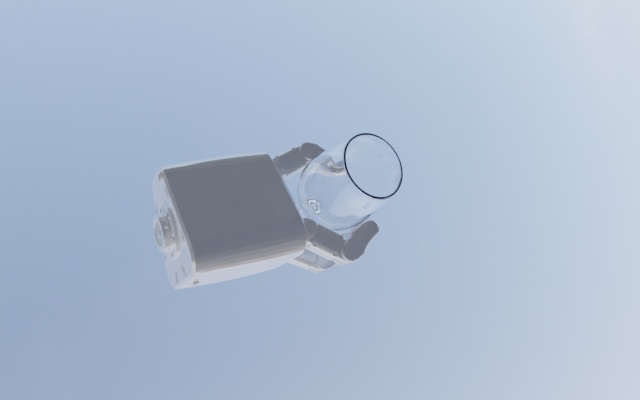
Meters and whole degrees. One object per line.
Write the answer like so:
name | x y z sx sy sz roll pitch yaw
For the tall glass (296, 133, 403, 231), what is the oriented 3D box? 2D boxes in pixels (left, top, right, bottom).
tall glass | 0.000 0.002 0.494 0.079 0.079 0.201 0 -19 -30
